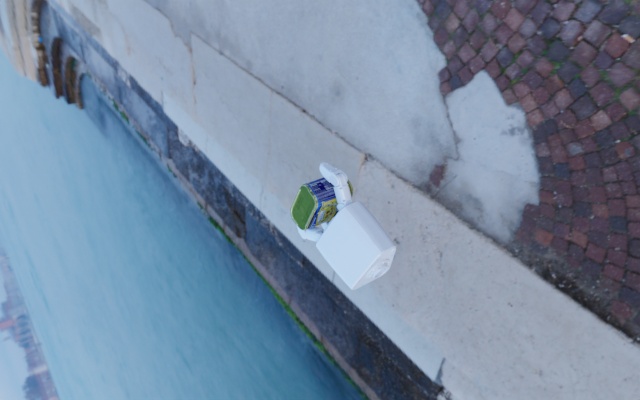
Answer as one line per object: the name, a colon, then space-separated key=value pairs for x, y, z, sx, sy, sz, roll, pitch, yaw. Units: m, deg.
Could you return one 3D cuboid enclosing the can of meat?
can of meat: x=0.000 y=0.003 z=0.867 sx=0.084 sy=0.057 sz=0.102 roll=-20 pitch=-29 yaw=-34
